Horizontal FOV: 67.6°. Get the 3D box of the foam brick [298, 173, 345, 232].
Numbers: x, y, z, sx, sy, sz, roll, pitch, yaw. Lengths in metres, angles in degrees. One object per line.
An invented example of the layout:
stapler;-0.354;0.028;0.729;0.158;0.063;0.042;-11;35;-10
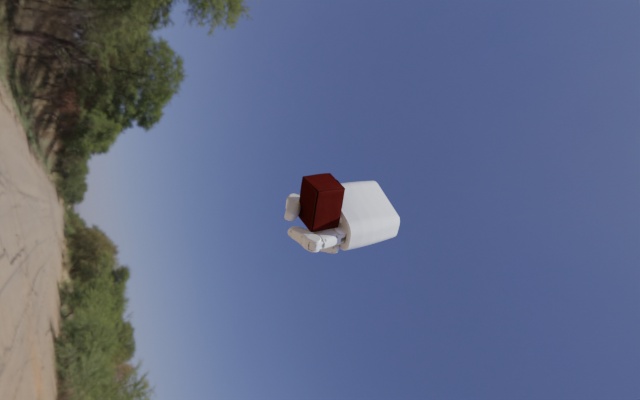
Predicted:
foam brick;0.000;0.002;0.763;0.051;0.078;0.053;-9;36;-27
